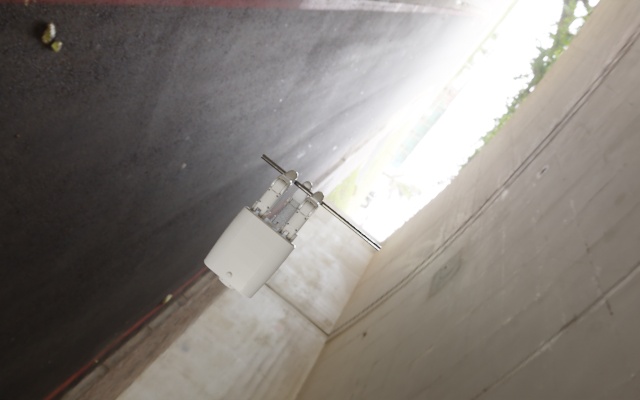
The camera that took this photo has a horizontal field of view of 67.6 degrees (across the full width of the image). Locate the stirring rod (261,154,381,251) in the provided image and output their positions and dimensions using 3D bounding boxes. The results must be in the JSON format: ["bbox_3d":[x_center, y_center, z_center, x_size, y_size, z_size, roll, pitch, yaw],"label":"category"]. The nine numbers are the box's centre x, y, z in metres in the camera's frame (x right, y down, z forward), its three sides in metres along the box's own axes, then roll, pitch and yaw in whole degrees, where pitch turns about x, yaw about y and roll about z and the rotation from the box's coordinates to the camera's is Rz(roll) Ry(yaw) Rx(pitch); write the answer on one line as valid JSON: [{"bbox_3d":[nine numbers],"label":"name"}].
[{"bbox_3d":[0.000,0.002,0.764,0.239,0.011,0.011,39,3,4],"label":"stirring rod"}]
